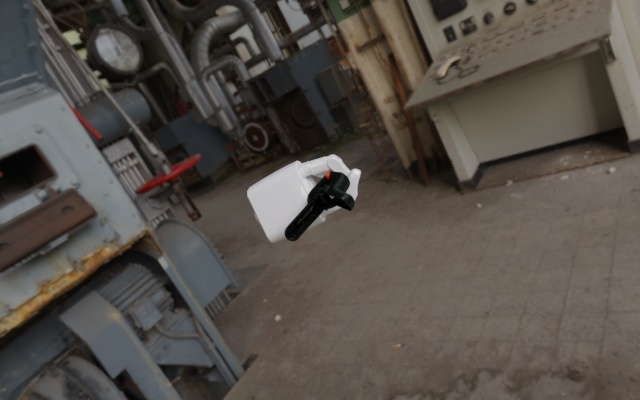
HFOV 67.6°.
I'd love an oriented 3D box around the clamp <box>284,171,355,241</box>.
[{"bbox_3d":[0.000,0.002,0.759,0.120,0.039,0.171,-27,15,12],"label":"clamp"}]
